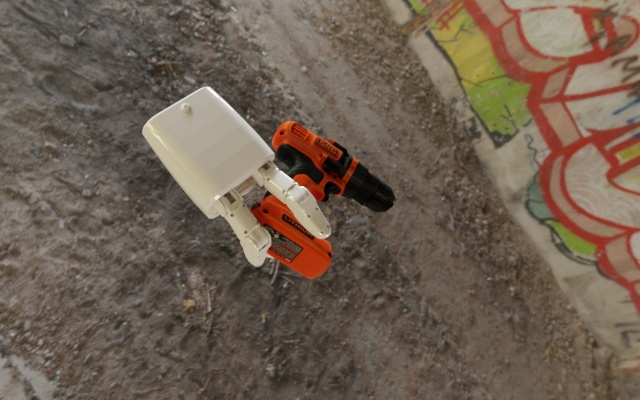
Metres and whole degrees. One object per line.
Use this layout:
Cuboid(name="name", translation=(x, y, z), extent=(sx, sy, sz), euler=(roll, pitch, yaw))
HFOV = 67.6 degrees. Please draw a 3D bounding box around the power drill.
Cuboid(name="power drill", translation=(0.000, 0.002, 0.586), extent=(0.184, 0.187, 0.057), euler=(31, -47, -6))
